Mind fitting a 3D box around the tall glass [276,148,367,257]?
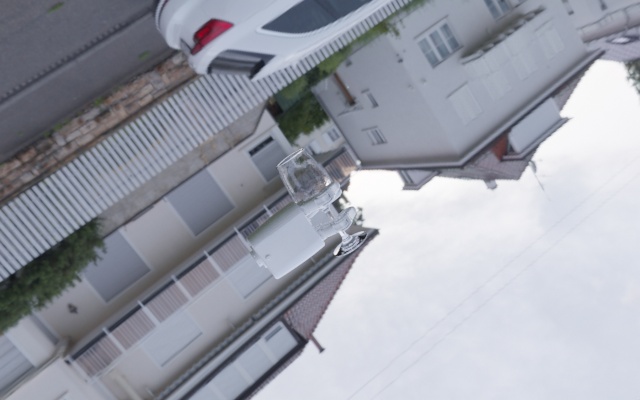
[{"bbox_3d":[0.001,0.003,0.874,0.079,0.201,0.079,-33,12,8],"label":"tall glass"}]
